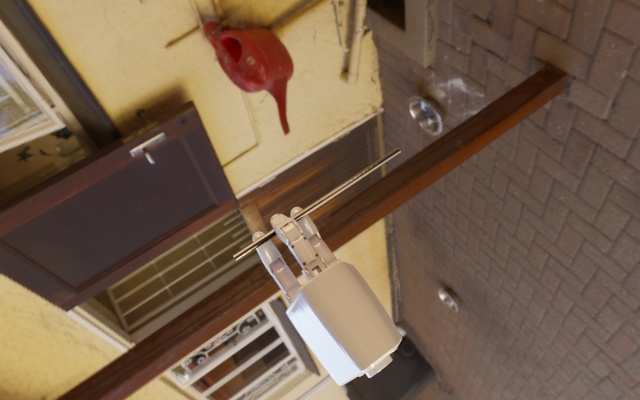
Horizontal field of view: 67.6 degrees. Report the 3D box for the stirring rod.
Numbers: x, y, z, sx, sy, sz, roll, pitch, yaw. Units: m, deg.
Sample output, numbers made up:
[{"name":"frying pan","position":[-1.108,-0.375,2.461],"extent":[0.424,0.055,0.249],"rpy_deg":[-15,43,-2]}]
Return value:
[{"name":"stirring rod","position":[0.000,0.002,0.572],"extent":[0.239,0.011,0.011],"rpy_deg":[-33,8,-13]}]
